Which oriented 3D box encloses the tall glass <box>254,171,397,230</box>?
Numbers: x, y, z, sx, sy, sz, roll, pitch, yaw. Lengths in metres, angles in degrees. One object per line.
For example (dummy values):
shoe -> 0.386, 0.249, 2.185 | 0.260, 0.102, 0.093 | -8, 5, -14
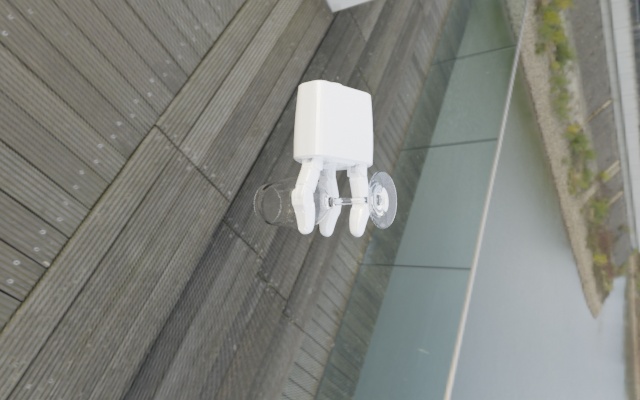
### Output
tall glass -> 0.001, 0.002, 0.669 | 0.201, 0.079, 0.079 | -3, -2, 36
